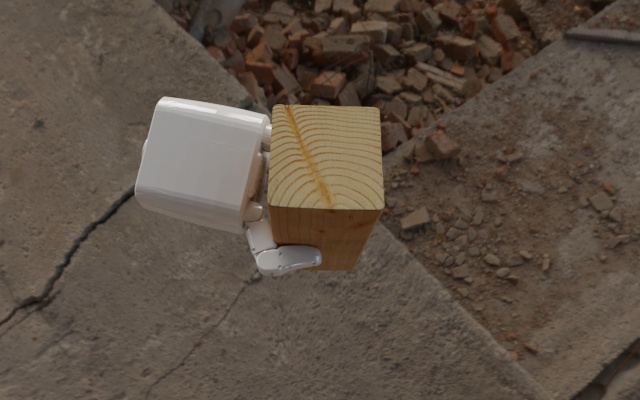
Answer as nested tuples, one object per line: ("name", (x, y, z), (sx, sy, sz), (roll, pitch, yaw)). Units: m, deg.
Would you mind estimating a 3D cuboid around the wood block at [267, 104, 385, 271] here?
("wood block", (0.000, 0.002, 0.466), (0.090, 0.090, 0.206), (2, -21, -2))
